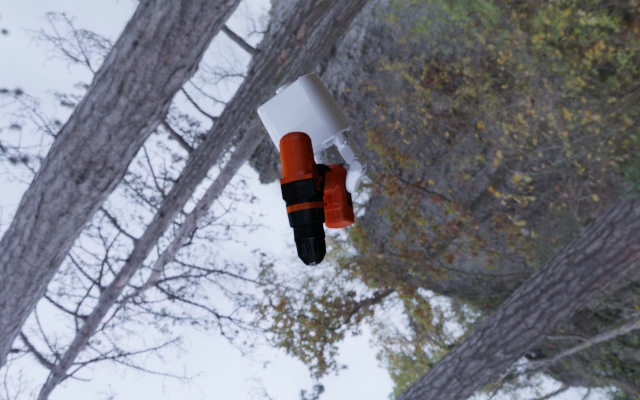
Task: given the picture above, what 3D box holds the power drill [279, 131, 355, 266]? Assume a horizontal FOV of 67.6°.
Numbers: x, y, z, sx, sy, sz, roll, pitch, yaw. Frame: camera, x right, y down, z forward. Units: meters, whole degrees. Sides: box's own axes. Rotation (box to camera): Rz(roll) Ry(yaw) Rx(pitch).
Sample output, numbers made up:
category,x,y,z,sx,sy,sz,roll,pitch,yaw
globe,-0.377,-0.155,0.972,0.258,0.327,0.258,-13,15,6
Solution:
category,x,y,z,sx,sy,sz,roll,pitch,yaw
power drill,0.000,0.002,0.711,0.057,0.184,0.187,-10,-8,17
